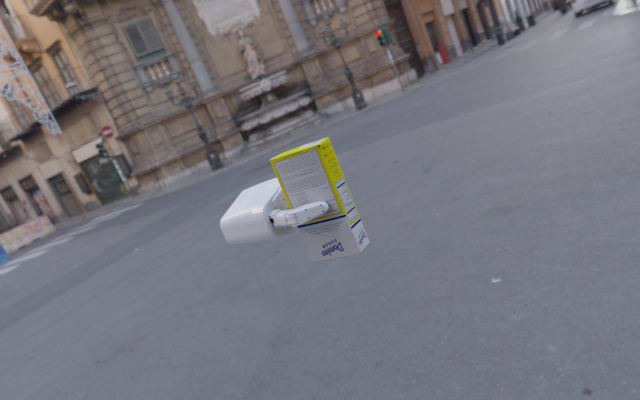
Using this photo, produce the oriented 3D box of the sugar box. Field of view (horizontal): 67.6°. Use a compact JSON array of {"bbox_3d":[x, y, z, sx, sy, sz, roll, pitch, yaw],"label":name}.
[{"bbox_3d":[0.000,0.002,0.725,0.093,0.176,0.048,-14,16,33],"label":"sugar box"}]
